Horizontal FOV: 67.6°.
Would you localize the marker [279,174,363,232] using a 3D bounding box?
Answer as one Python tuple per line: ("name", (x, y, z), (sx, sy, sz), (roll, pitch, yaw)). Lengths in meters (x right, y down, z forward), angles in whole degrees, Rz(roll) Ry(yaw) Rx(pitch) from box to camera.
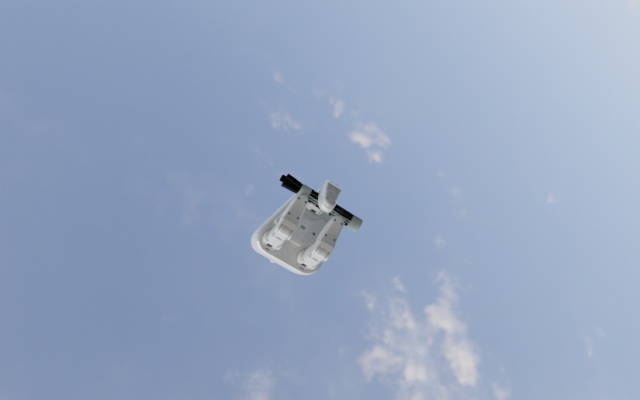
("marker", (0.000, 0.002, 0.618), (0.121, 0.020, 0.020), (32, -6, -9))
